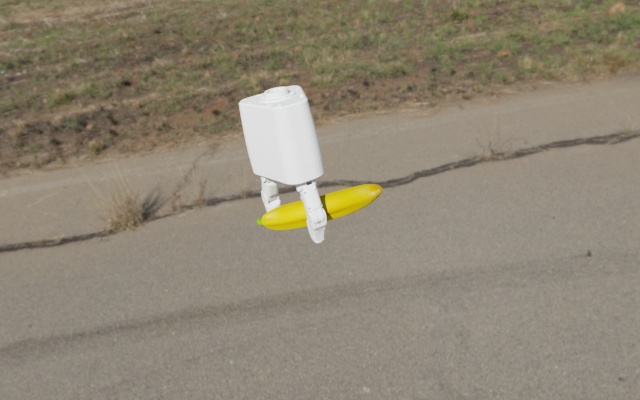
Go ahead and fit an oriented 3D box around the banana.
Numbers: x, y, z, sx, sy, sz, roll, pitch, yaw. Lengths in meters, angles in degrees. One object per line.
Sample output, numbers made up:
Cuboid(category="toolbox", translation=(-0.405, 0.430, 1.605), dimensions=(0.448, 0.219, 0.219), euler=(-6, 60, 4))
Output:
Cuboid(category="banana", translation=(-0.002, 0.009, 0.701), dimensions=(0.198, 0.037, 0.069), euler=(-13, 18, 1))
